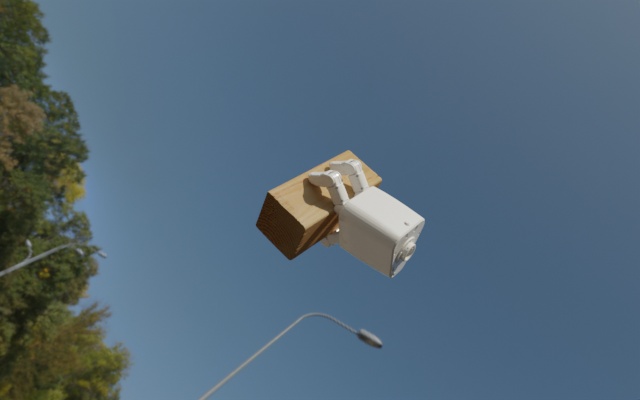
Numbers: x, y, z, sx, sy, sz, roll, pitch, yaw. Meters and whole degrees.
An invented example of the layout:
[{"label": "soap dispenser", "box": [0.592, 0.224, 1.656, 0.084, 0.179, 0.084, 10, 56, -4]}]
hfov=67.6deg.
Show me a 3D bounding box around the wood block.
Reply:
[{"label": "wood block", "box": [0.000, 0.003, 0.825, 0.090, 0.091, 0.206, 43, 46, 18]}]
